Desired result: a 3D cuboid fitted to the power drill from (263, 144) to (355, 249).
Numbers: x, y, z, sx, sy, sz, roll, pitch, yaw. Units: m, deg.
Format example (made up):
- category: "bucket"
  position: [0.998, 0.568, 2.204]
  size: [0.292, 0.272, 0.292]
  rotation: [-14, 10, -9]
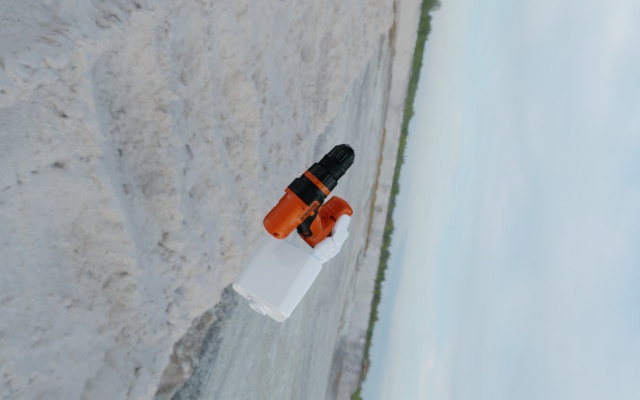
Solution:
- category: "power drill"
  position: [0.000, 0.003, 0.803]
  size: [0.057, 0.184, 0.188]
  rotation: [44, -2, 23]
